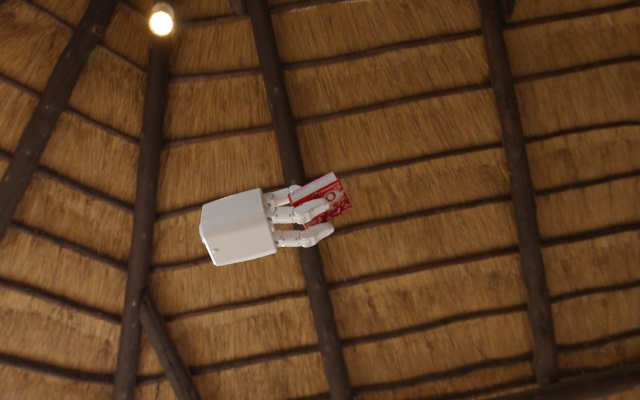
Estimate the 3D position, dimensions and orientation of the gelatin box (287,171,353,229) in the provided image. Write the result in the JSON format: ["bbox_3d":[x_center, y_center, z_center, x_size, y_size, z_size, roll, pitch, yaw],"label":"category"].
[{"bbox_3d":[0.000,0.002,0.796,0.089,0.073,0.030,-27,41,1],"label":"gelatin box"}]
